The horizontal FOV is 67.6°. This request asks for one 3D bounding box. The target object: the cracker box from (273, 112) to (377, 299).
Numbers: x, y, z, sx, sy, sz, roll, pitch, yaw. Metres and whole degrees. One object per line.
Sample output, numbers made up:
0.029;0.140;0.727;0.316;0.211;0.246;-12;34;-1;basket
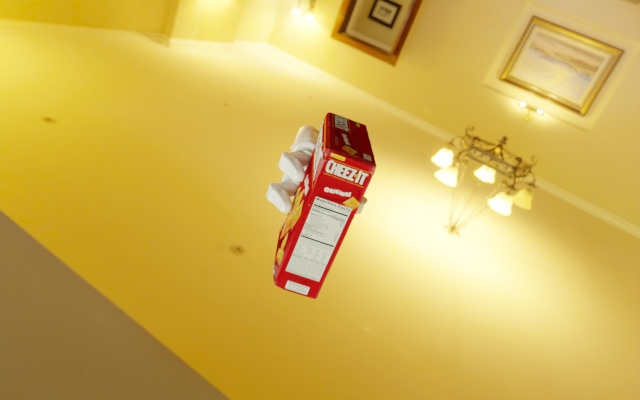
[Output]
0.000;0.002;0.675;0.072;0.214;0.164;18;25;-9;cracker box
